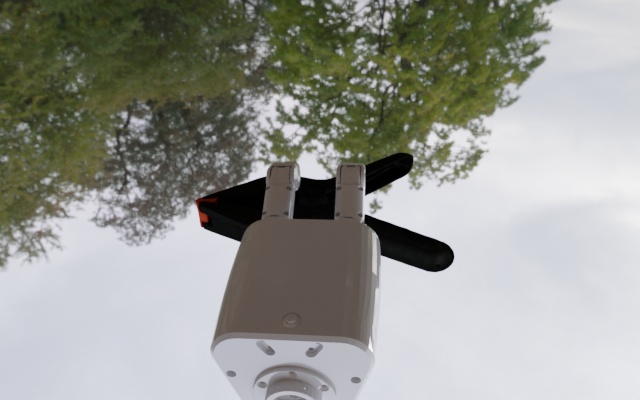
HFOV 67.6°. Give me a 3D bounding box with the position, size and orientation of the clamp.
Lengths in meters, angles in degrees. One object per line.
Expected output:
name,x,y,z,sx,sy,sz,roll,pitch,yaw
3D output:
clamp,0.000,0.002,0.423,0.210,0.036,0.164,1,32,5
